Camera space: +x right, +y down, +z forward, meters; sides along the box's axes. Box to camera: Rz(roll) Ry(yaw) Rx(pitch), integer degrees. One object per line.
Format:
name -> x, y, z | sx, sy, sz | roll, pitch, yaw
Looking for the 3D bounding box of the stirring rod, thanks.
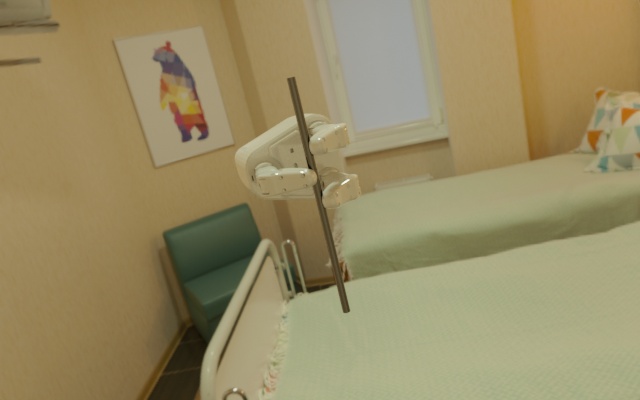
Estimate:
stirring rod -> 0.000, 0.002, 0.464 | 0.011, 0.239, 0.011 | -13, 15, 3
